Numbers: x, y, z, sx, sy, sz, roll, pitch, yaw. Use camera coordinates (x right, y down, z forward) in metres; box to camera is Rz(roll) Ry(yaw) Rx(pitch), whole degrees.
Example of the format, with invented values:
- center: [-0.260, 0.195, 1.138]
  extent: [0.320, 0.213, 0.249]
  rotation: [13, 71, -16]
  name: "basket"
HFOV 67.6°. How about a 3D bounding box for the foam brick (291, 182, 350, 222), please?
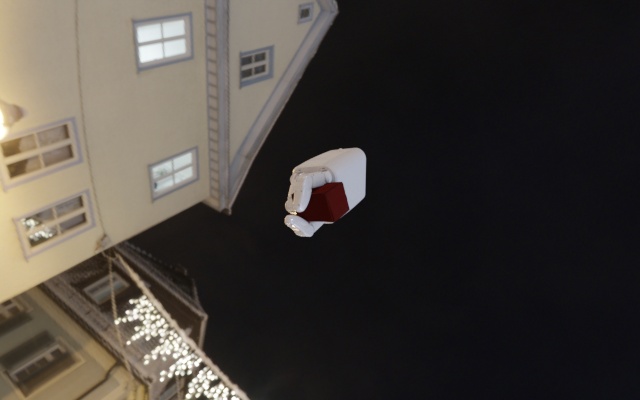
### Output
- center: [0.000, 0.003, 0.793]
  extent: [0.078, 0.053, 0.051]
  rotation: [-1, 22, 40]
  name: "foam brick"
